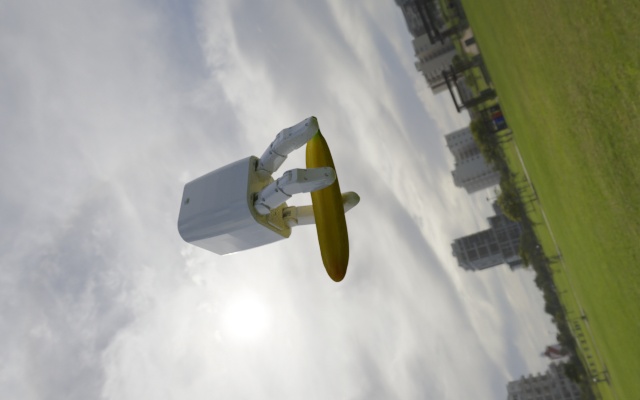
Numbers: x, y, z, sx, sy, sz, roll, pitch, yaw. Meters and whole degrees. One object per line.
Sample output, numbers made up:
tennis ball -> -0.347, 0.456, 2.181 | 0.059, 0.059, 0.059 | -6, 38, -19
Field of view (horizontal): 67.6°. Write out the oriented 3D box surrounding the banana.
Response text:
banana -> 0.005, 0.003, 0.569 | 0.037, 0.197, 0.070 | -15, -17, 14
